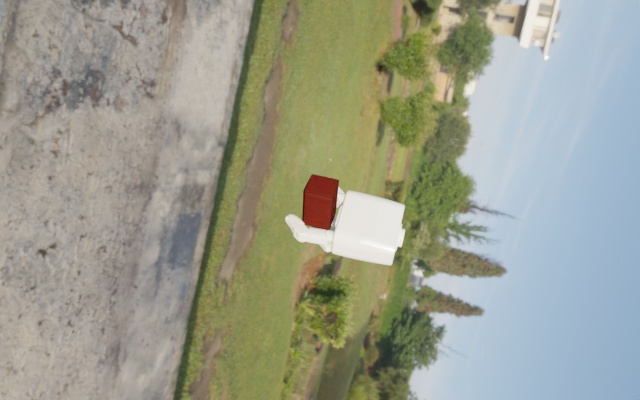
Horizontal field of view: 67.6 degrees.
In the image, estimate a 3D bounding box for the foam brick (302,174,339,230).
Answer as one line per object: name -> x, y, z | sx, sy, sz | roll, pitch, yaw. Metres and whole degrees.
foam brick -> 0.000, 0.003, 0.826 | 0.051, 0.078, 0.053 | 13, 43, 9
